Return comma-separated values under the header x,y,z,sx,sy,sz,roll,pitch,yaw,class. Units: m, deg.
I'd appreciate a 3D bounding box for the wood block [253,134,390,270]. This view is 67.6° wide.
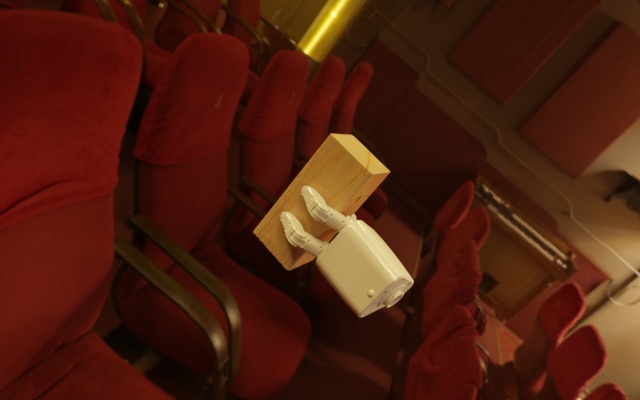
x,y,z,sx,sy,sz,roll,pitch,yaw,class
0.001,0.003,0.755,0.090,0.206,0.091,46,22,15,wood block
